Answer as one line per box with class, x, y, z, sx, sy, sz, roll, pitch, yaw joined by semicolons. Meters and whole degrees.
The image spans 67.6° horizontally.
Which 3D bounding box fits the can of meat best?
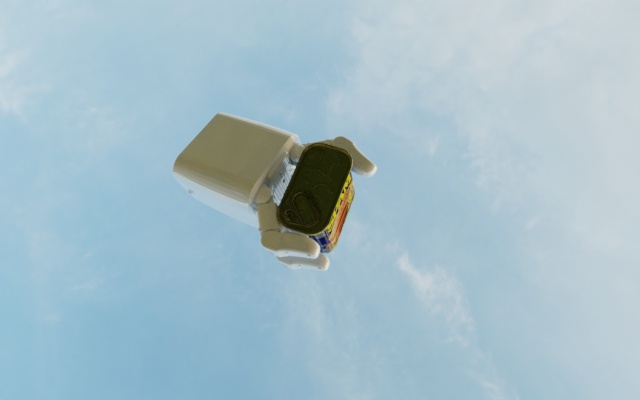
can of meat;0.000;0.002;0.530;0.057;0.102;0.084;17;-19;15
